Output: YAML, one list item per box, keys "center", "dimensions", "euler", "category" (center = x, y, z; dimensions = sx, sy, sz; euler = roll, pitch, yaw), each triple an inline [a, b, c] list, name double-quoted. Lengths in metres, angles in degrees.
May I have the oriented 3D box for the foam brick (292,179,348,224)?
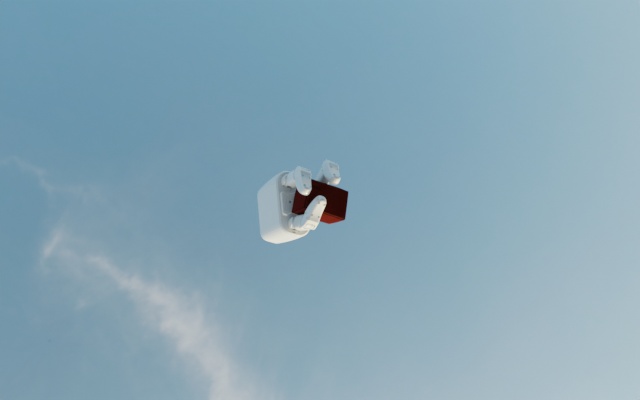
- center: [0.000, 0.003, 0.809]
  dimensions: [0.078, 0.053, 0.051]
  euler: [19, -20, -24]
  category: "foam brick"
